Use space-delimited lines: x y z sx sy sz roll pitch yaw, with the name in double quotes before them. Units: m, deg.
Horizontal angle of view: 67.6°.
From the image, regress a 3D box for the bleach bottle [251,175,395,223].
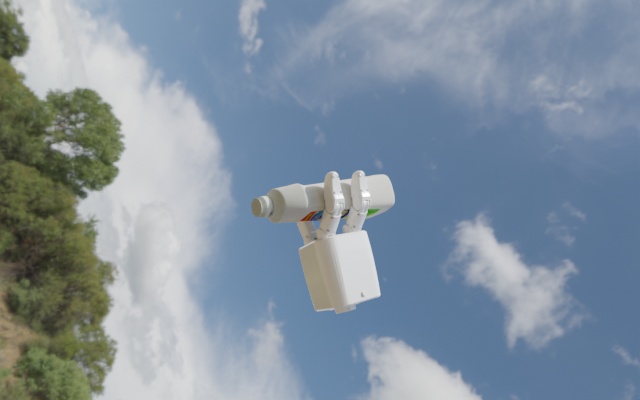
"bleach bottle" 0.000 0.002 0.763 0.251 0.068 0.102 -6 -13 -39
